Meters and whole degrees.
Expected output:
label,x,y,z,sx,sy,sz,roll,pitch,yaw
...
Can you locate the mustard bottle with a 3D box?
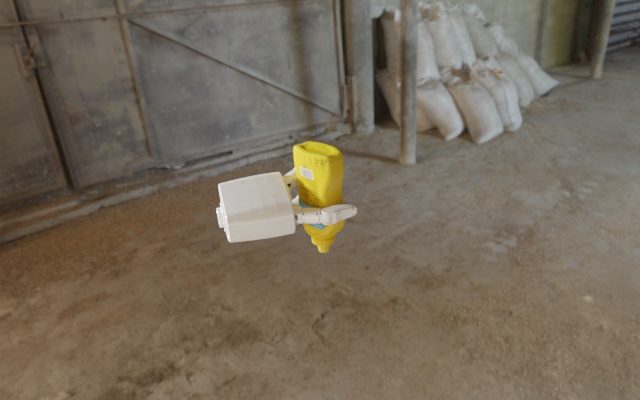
label,x,y,z,sx,sy,sz,roll,pitch,yaw
mustard bottle,0.000,0.002,0.805,0.058,0.192,0.096,-23,31,-35
